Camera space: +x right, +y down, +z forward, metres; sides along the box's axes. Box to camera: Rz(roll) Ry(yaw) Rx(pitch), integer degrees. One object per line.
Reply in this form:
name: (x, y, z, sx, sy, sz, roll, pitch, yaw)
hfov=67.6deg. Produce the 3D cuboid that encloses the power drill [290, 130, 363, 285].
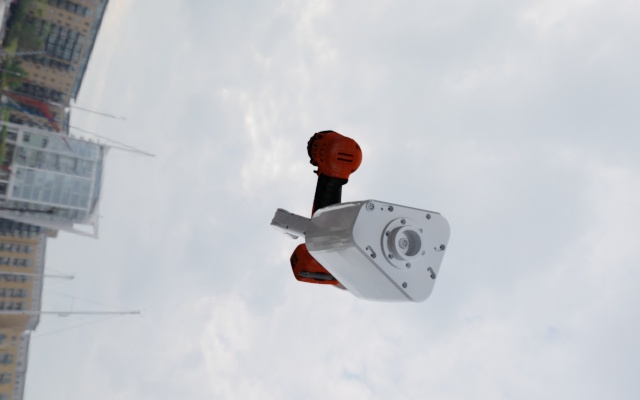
power drill: (0.000, 0.003, 0.621, 0.057, 0.188, 0.184, 6, 9, -9)
